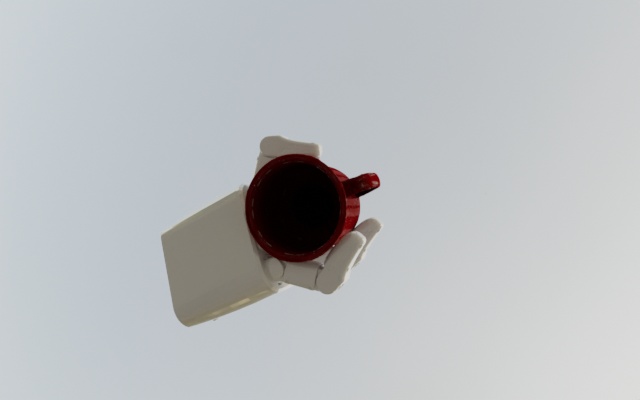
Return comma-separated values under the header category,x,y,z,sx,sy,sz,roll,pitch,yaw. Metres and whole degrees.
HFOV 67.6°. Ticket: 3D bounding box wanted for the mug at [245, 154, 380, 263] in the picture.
category,x,y,z,sx,sy,sz,roll,pitch,yaw
mug,0.001,0.001,0.440,0.117,0.093,0.081,-25,-7,17
